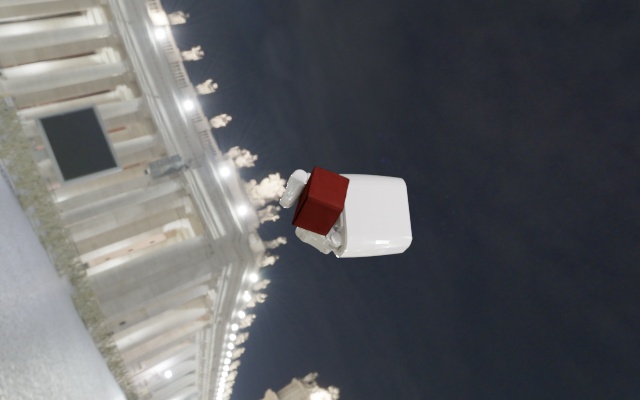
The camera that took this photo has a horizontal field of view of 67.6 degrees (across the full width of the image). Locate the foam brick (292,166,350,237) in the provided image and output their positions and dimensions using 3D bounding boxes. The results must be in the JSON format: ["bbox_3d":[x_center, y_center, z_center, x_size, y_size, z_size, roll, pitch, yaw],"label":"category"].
[{"bbox_3d":[0.000,0.002,0.635,0.051,0.053,0.078,20,-34,-7],"label":"foam brick"}]
